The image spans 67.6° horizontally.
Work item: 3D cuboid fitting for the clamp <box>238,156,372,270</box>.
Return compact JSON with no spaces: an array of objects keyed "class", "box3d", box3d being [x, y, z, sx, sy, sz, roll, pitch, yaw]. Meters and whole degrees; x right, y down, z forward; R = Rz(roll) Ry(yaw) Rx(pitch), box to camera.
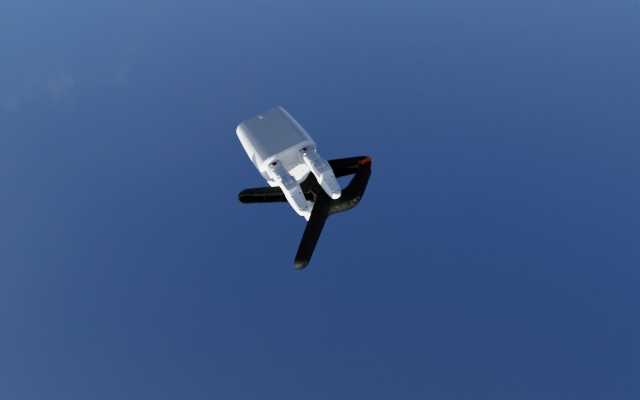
[{"class":"clamp","box3d":[0.001,0.002,0.725,0.210,0.164,0.036,-27,-32,-14]}]
